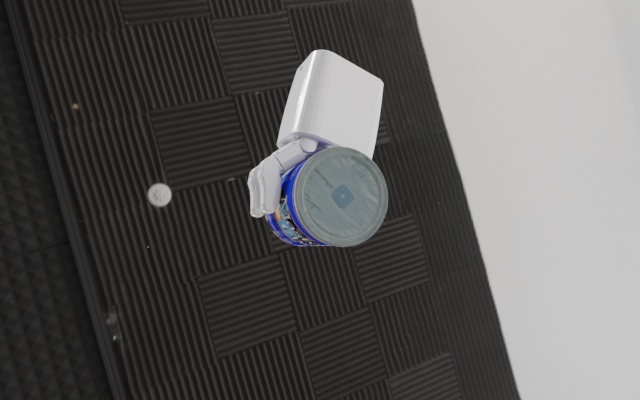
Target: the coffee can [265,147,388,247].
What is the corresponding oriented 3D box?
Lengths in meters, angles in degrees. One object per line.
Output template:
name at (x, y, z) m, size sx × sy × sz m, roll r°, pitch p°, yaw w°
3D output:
coffee can at (0.000, 0.002, 0.549) m, size 0.103 × 0.103 × 0.140 m, roll 0°, pitch -5°, yaw -20°
